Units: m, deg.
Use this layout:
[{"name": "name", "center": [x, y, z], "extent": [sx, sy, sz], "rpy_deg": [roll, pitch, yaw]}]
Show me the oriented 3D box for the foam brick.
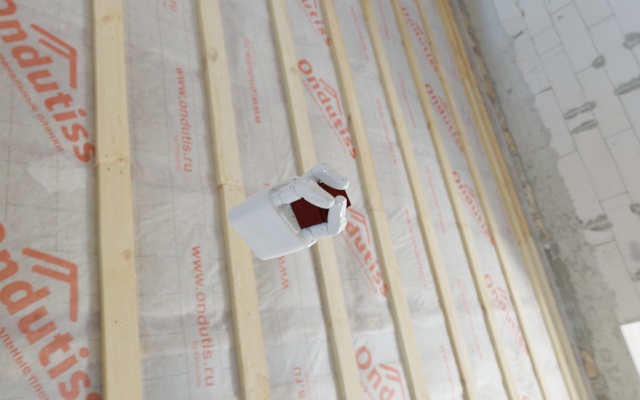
[{"name": "foam brick", "center": [0.000, 0.002, 0.738], "extent": [0.051, 0.053, 0.078], "rpy_deg": [-18, 7, 39]}]
